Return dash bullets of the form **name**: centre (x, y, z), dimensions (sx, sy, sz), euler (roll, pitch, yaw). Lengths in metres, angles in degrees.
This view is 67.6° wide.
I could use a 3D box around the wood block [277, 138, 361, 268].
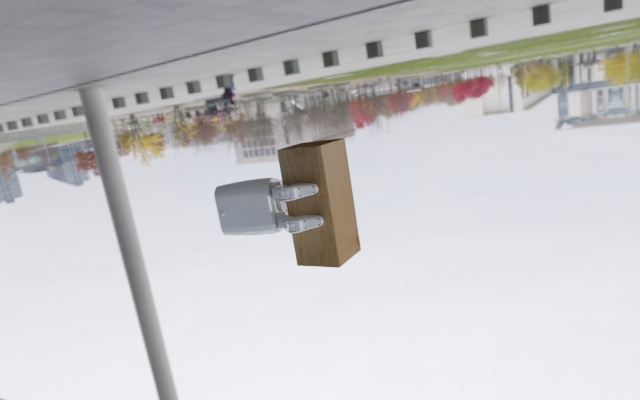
- **wood block**: centre (0.000, 0.003, 0.833), dimensions (0.090, 0.206, 0.091), euler (-2, 14, 30)
